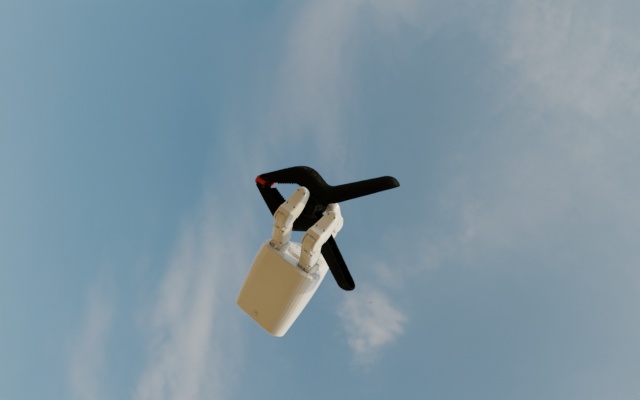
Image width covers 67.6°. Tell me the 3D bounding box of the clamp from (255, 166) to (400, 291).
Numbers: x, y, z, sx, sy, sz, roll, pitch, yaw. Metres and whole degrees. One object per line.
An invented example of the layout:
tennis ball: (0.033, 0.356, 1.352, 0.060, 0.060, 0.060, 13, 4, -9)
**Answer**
clamp: (0.000, 0.002, 0.668, 0.210, 0.164, 0.036, 34, 12, 24)
